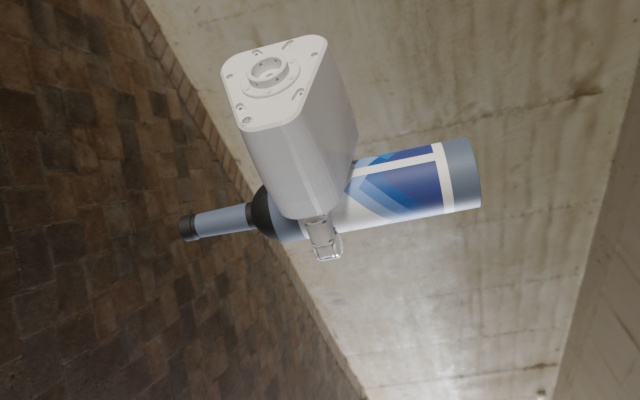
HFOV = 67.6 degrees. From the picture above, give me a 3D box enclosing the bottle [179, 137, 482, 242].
[{"bbox_3d":[0.000,0.002,0.471,0.296,0.069,0.069,-11,-2,11],"label":"bottle"}]
